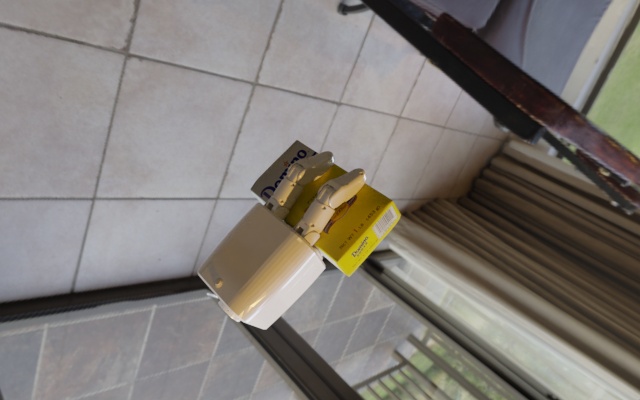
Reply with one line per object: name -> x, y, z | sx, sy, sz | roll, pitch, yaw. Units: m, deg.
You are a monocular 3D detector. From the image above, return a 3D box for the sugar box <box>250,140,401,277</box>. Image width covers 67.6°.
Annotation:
sugar box -> 0.000, 0.002, 0.570 | 0.176, 0.093, 0.048 | 36, -12, 37
